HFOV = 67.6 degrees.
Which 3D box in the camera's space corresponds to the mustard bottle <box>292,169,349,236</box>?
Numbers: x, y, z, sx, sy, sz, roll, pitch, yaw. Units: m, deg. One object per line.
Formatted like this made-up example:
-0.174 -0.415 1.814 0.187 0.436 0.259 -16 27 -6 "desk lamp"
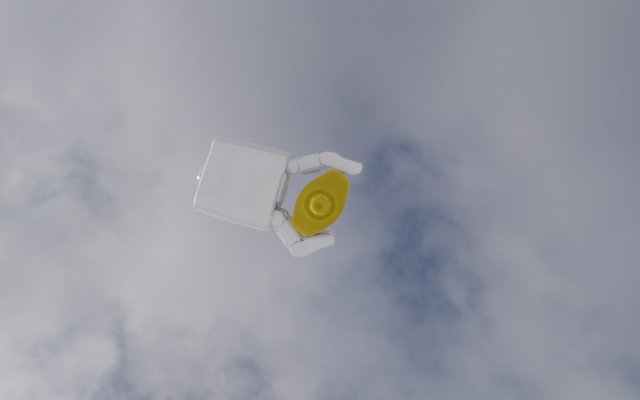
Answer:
0.000 0.002 0.651 0.058 0.096 0.191 39 2 0 "mustard bottle"
